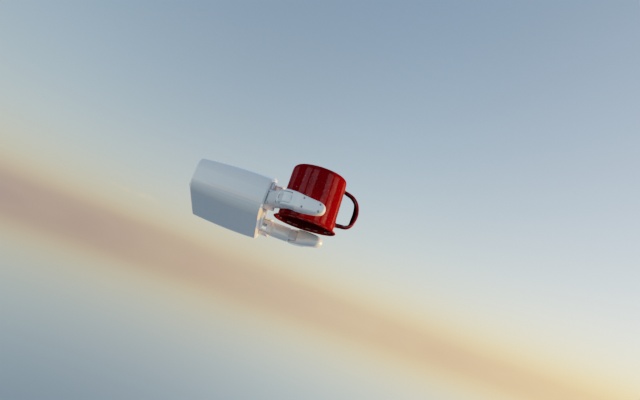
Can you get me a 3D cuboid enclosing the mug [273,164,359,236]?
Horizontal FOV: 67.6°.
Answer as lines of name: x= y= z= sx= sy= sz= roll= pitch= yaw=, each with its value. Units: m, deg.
mug: x=0.002 y=0.003 z=0.689 sx=0.117 sy=0.081 sz=0.093 roll=19 pitch=-12 yaw=-3
